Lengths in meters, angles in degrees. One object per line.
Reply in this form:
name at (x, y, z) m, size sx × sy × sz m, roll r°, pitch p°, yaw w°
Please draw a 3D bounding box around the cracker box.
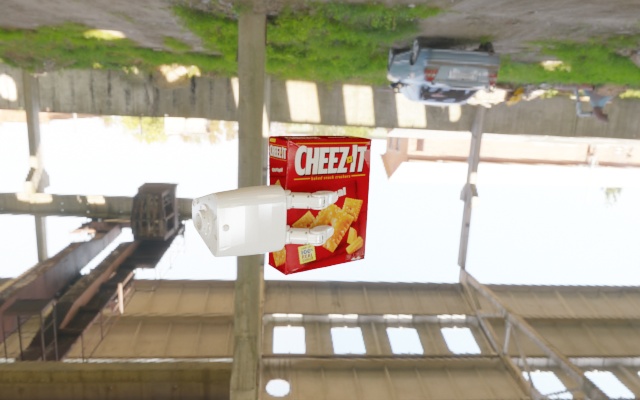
cracker box at (0.000, 0.003, 0.785) m, size 0.164 × 0.214 × 0.072 m, roll -6°, pitch 14°, yaw -33°
